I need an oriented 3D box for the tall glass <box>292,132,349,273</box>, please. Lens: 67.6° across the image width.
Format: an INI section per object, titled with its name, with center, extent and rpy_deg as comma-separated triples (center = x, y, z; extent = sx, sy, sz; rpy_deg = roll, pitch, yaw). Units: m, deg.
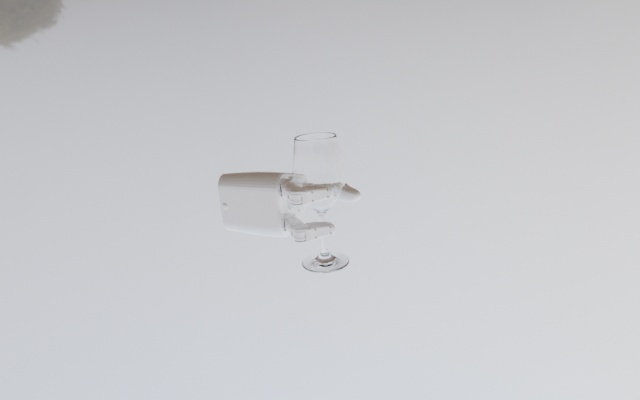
[tall glass]
center = 0.000, 0.003, 0.716
extent = 0.079, 0.201, 0.079
rpy_deg = -4, 18, 1
